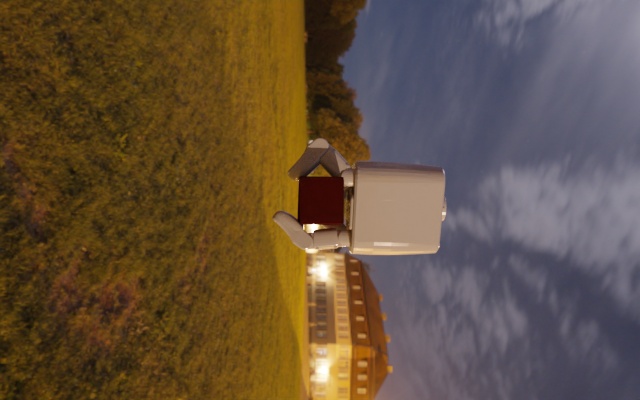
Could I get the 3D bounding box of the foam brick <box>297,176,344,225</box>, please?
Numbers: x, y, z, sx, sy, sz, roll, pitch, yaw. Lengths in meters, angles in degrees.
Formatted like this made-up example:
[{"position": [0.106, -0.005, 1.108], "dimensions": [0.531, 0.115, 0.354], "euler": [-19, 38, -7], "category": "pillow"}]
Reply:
[{"position": [0.000, 0.002, 0.558], "dimensions": [0.051, 0.053, 0.078], "euler": [1, -4, -1], "category": "foam brick"}]
